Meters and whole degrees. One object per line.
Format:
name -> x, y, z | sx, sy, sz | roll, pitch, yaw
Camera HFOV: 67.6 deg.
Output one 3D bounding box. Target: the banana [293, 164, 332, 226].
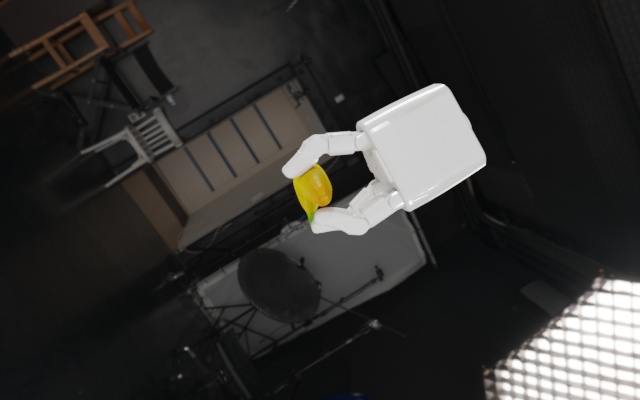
banana -> -0.009, -0.014, 0.592 | 0.037, 0.069, 0.198 | -27, -7, -6
